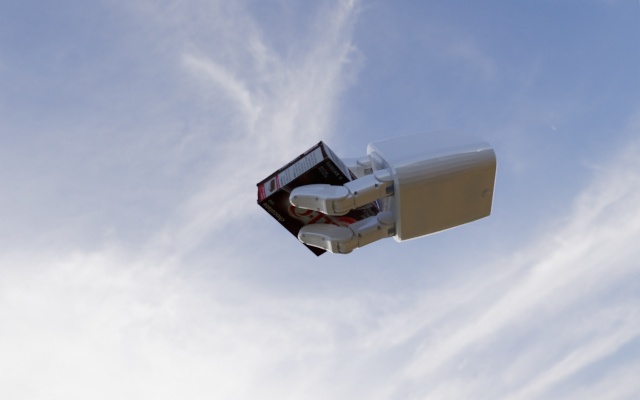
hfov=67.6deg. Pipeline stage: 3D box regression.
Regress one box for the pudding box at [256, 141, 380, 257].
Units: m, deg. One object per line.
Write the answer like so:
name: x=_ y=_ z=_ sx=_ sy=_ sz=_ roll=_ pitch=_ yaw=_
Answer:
pudding box: x=0.000 y=0.002 z=0.514 sx=0.090 sy=0.039 sz=0.113 roll=-33 pitch=-53 yaw=15
